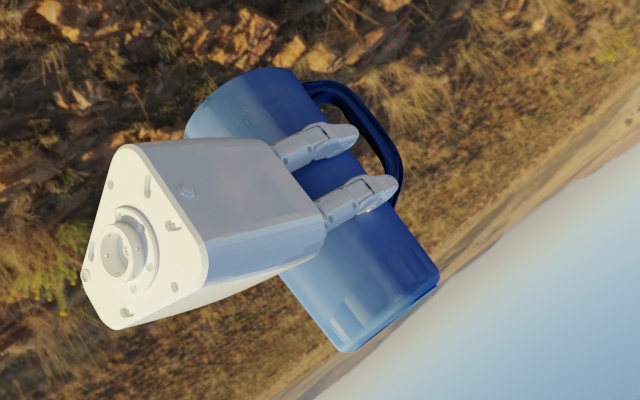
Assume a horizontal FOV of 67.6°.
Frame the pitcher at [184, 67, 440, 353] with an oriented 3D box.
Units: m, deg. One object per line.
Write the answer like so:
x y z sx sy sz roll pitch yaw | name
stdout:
0.000 0.001 0.435 0.149 0.242 0.145 -47 -19 26 | pitcher
